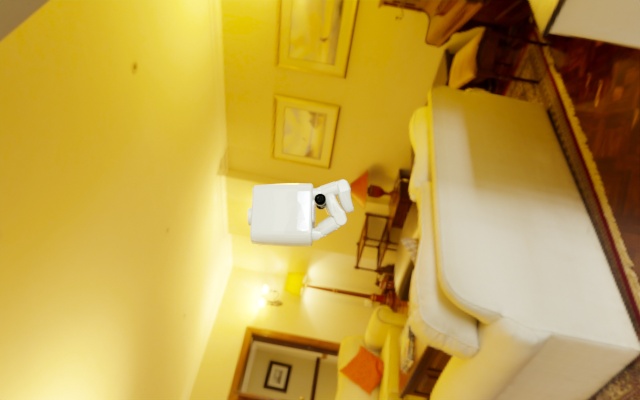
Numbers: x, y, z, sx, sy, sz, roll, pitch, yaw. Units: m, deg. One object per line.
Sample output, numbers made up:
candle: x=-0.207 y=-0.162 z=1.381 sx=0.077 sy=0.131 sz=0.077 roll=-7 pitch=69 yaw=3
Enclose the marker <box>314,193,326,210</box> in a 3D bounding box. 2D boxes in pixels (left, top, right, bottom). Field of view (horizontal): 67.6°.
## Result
marker: x=0.000 y=0.003 z=0.810 sx=0.020 sy=0.020 sz=0.121 roll=0 pitch=-5 yaw=1
